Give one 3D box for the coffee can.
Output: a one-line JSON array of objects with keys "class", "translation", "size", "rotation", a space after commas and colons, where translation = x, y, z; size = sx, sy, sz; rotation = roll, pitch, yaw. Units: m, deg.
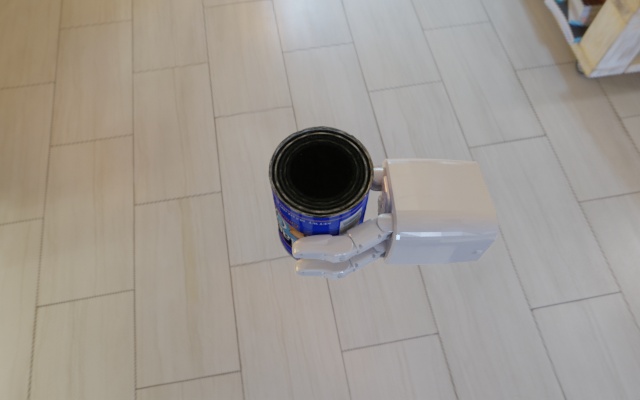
[{"class": "coffee can", "translation": [0.000, 0.002, 0.523], "size": [0.103, 0.102, 0.140], "rotation": [0, -27, 0]}]
